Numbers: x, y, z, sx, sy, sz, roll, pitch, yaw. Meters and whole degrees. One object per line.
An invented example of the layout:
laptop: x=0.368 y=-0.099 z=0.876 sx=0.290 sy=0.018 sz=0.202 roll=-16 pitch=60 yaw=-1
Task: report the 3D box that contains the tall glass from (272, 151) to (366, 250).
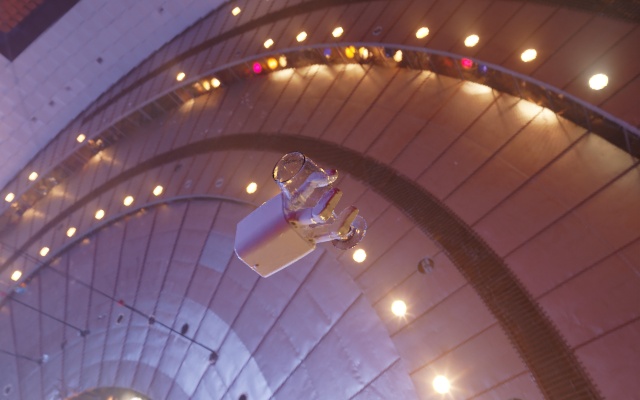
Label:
tall glass: x=0.001 y=0.003 z=0.811 sx=0.079 sy=0.079 sz=0.201 roll=0 pitch=-34 yaw=38
